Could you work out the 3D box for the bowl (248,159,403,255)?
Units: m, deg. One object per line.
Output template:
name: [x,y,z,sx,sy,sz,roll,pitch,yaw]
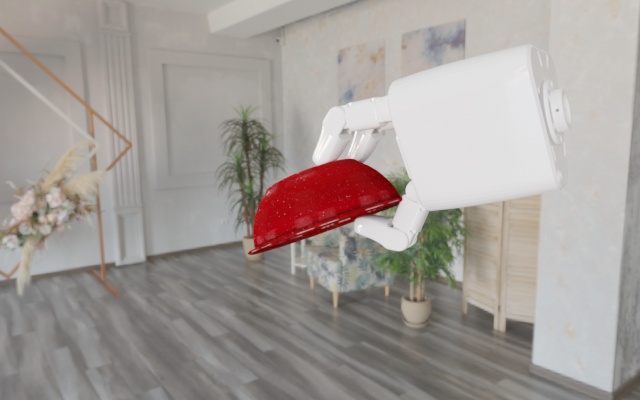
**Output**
bowl: [-0.001,0.002,0.460,0.162,0.055,0.162,-20,-6,-2]
